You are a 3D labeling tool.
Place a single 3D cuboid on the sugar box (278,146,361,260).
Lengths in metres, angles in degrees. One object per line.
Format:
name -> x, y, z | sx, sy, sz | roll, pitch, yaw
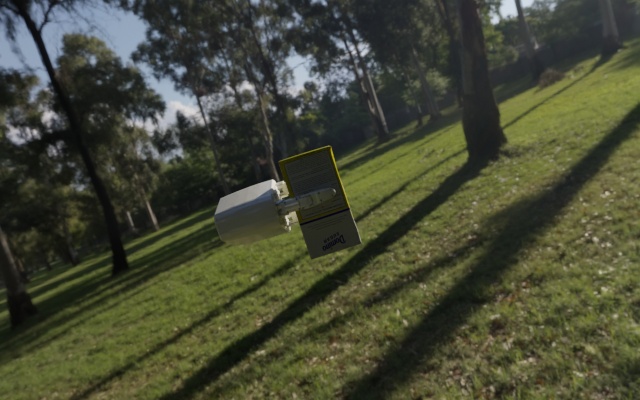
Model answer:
sugar box -> 0.000, 0.003, 0.820 | 0.093, 0.176, 0.048 | -17, 6, 3
